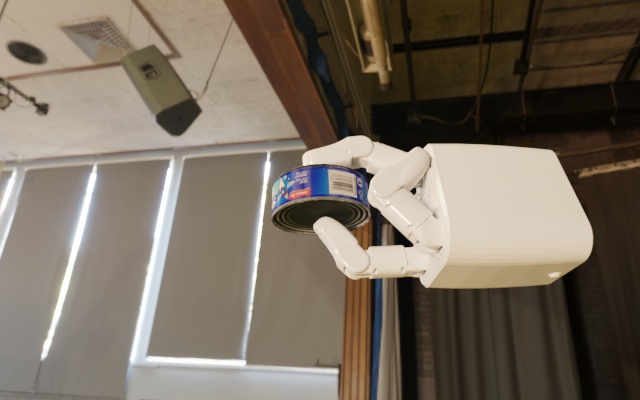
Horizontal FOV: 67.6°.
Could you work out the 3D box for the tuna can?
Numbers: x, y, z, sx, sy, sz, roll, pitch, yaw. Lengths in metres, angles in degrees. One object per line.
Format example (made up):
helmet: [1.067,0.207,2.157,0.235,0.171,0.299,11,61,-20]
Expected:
tuna can: [0.000,0.001,0.418,0.086,0.033,0.086,-2,-23,-1]
